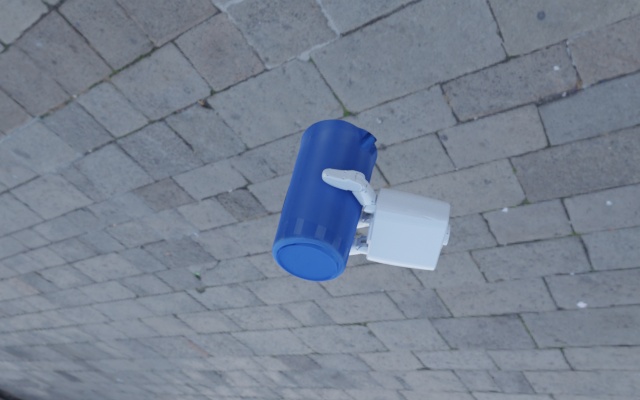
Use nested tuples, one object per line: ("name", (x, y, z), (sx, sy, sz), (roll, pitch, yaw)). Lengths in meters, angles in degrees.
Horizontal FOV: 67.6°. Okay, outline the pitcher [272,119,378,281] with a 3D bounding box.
("pitcher", (0.000, 0.002, 0.750), (0.145, 0.242, 0.149), (11, -39, 7))
